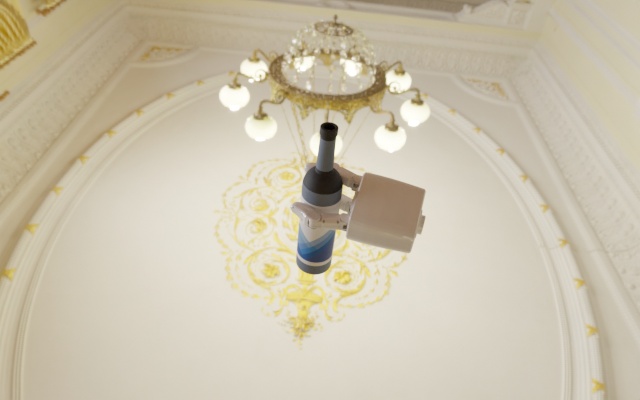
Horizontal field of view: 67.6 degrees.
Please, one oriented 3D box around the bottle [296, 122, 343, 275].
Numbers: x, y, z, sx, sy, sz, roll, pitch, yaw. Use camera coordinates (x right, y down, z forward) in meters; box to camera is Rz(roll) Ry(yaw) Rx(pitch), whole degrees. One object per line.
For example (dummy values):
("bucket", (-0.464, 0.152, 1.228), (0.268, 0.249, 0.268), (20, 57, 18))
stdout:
("bottle", (0.000, 0.003, 0.798), (0.069, 0.296, 0.069), (4, 40, -3))
